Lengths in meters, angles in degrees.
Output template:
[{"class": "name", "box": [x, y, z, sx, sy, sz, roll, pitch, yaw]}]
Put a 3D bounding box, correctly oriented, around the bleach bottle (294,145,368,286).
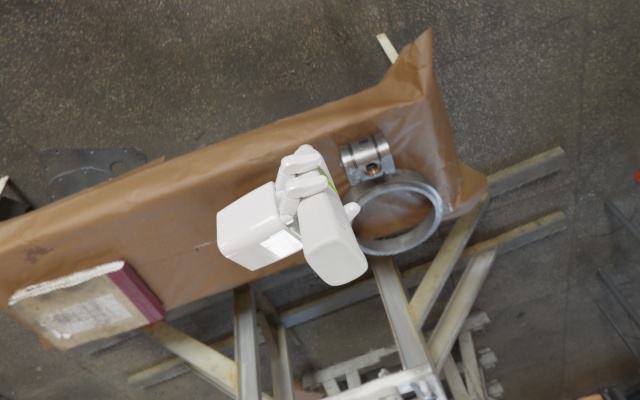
[{"class": "bleach bottle", "box": [0.000, 0.002, 0.734, 0.068, 0.250, 0.103, -28, -49, 12]}]
